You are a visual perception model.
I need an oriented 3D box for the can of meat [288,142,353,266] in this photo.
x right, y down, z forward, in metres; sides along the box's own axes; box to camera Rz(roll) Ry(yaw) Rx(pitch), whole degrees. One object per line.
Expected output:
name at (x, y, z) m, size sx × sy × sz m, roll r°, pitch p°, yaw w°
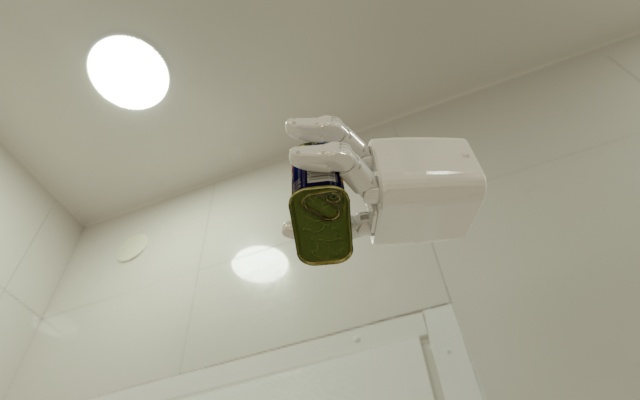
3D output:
can of meat at (0.000, 0.001, 0.493) m, size 0.057 × 0.102 × 0.083 m, roll -6°, pitch 40°, yaw 2°
